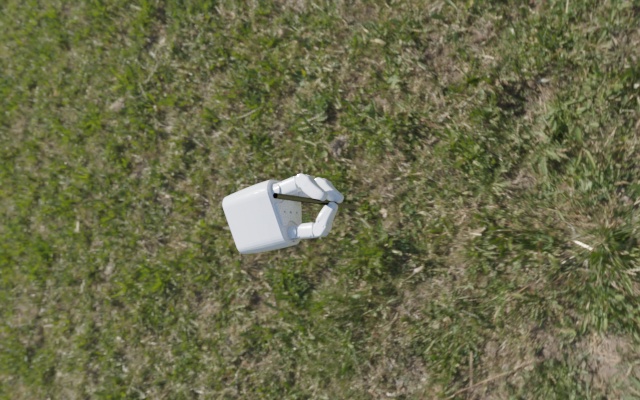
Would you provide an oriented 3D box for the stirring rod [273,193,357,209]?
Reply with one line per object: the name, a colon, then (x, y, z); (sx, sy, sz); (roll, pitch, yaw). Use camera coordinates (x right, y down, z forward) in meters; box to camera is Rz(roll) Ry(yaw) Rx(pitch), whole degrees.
stirring rod: (0.000, 0.002, 0.745); (0.011, 0.011, 0.239); (0, -4, 31)
